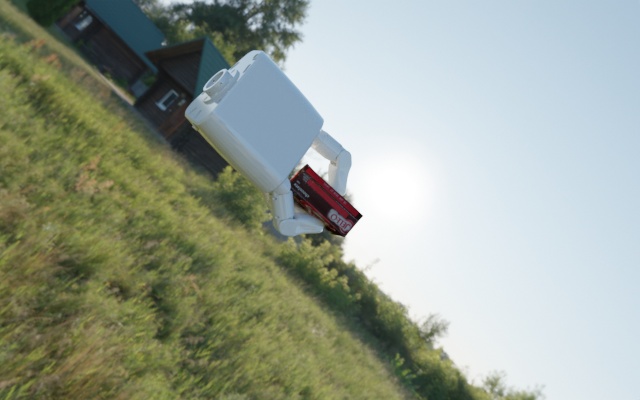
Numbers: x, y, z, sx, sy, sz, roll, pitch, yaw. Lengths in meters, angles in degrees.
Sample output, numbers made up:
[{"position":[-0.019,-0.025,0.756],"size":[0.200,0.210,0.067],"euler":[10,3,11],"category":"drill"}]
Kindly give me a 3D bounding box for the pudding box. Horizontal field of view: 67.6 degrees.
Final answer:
[{"position":[0.000,0.002,0.586],"size":[0.090,0.039,0.113],"euler":[44,-4,-3],"category":"pudding box"}]
